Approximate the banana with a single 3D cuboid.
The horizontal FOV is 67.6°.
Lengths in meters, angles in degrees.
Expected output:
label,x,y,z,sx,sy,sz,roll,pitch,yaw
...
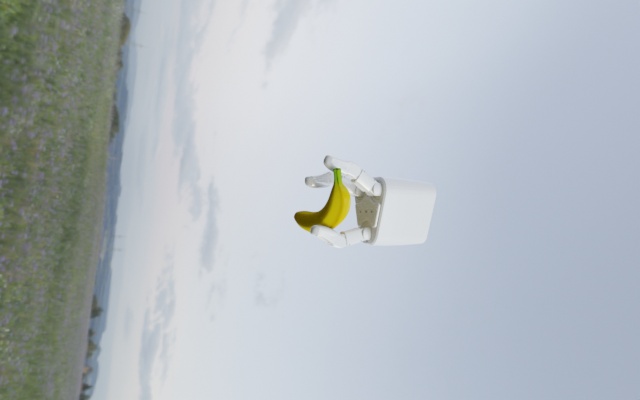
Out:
label,x,y,z,sx,sy,sz,roll,pitch,yaw
banana,0.005,0.019,0.778,0.037,0.069,0.198,-2,-22,-26
